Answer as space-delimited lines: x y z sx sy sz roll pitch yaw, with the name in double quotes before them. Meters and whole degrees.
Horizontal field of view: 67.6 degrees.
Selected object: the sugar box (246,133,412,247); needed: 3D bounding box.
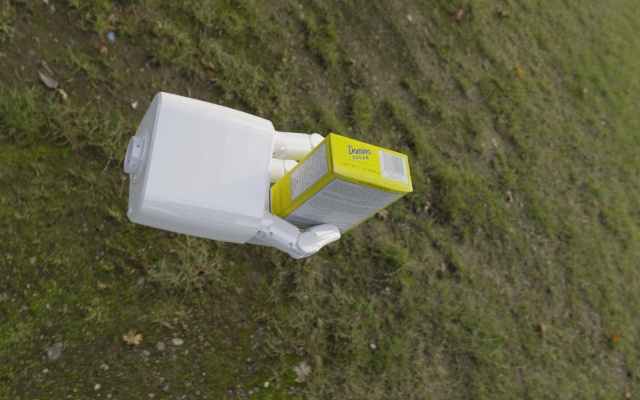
"sugar box" 0.000 0.001 0.489 0.093 0.048 0.176 13 -28 -31
